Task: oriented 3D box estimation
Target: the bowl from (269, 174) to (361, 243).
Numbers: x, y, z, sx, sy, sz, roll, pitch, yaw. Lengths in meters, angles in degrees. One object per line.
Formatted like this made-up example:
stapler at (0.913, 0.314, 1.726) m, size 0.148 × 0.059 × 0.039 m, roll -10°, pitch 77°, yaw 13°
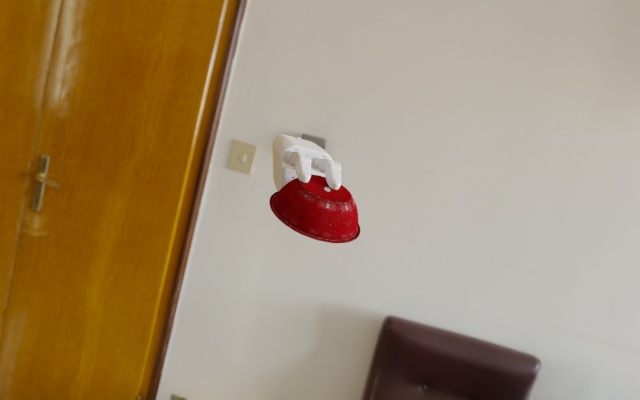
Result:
bowl at (0.001, 0.003, 0.787) m, size 0.162 × 0.055 × 0.162 m, roll 18°, pitch 25°, yaw -9°
